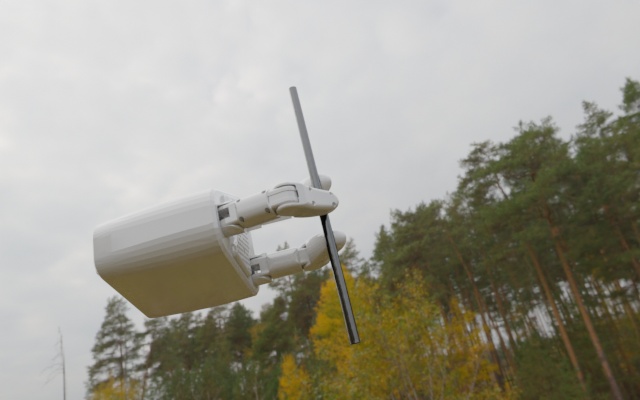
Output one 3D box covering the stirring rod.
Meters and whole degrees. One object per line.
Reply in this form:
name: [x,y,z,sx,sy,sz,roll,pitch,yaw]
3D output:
stirring rod: [0.000,0.001,0.411,0.011,0.239,0.011,-12,-22,-5]
